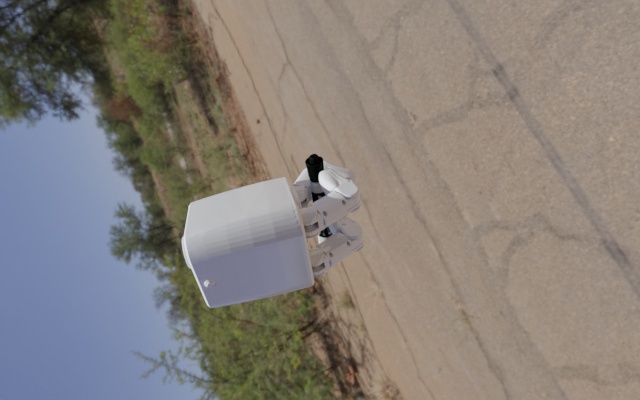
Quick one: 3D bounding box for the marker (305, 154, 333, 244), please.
[{"bbox_3d":[0.000,0.002,0.520,0.020,0.121,0.020,-5,39,4],"label":"marker"}]
